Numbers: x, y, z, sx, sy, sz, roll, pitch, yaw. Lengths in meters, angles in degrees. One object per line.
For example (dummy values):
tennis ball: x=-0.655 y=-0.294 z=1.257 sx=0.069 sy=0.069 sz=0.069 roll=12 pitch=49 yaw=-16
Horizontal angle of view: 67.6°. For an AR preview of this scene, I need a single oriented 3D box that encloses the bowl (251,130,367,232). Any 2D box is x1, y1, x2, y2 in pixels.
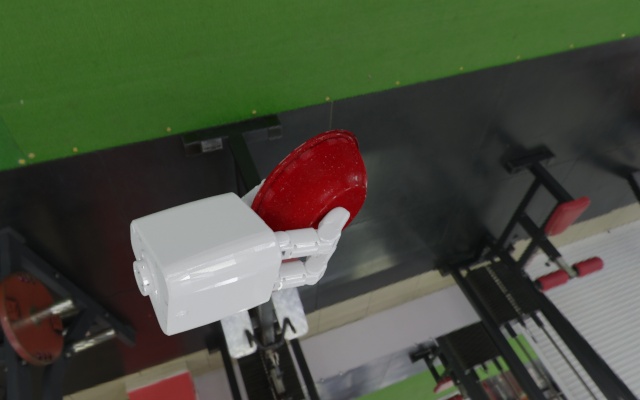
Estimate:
bowl: x=0.001 y=0.001 z=0.535 sx=0.055 sy=0.162 sz=0.162 roll=44 pitch=21 yaw=24
